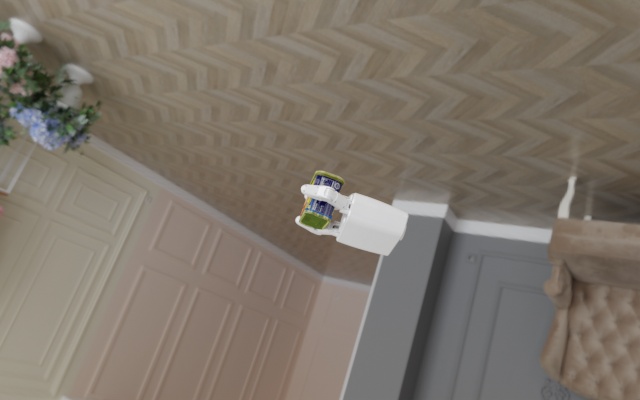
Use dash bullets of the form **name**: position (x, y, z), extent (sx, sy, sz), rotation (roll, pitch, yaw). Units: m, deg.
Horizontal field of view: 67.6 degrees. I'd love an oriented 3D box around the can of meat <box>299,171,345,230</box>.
- **can of meat**: position (0.000, 0.003, 0.896), extent (0.057, 0.084, 0.102), rotation (20, -17, -4)
